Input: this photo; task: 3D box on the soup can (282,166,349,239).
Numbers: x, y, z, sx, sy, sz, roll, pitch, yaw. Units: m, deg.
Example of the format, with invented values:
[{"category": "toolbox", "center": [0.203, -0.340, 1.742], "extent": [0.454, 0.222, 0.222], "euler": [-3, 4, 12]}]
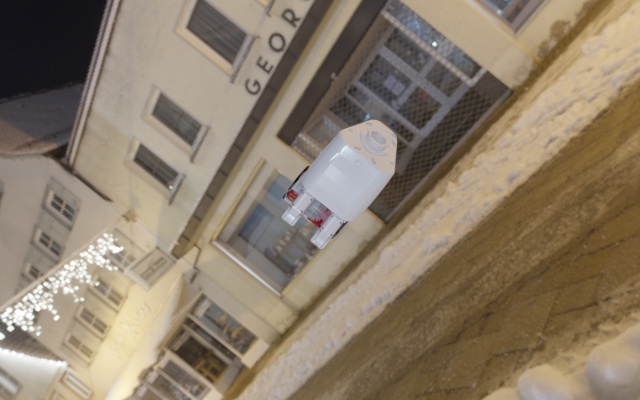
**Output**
[{"category": "soup can", "center": [0.000, 0.002, 0.744], "extent": [0.102, 0.068, 0.068], "euler": [39, 0, 0]}]
